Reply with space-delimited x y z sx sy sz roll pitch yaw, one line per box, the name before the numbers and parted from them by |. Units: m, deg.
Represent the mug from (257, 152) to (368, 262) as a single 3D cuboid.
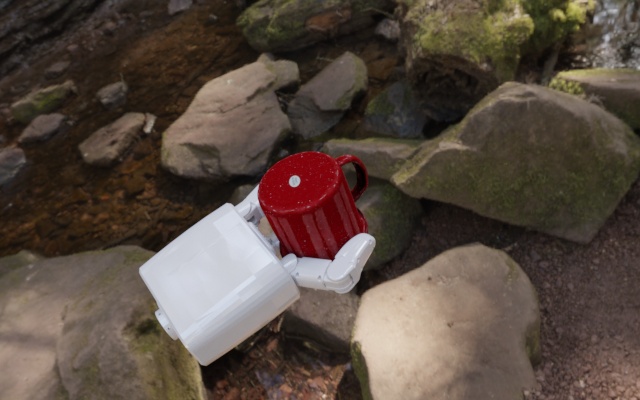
mug | 0.001 0.001 0.456 0.117 0.082 0.093 -38 45 -16
